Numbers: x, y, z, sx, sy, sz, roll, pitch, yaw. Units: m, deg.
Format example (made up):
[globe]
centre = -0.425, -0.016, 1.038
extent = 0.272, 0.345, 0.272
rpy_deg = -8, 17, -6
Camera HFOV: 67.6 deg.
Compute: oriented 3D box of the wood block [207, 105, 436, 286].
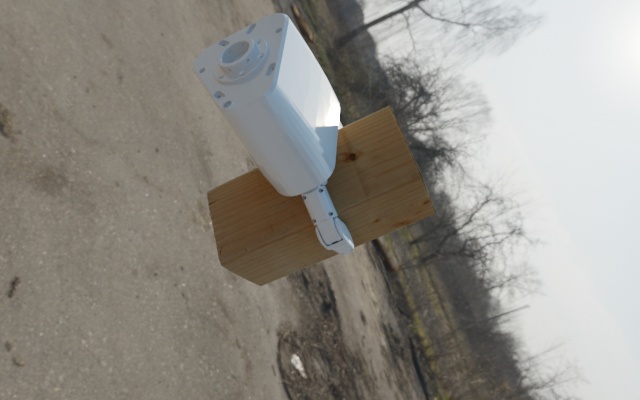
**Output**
[wood block]
centre = 0.000, 0.002, 0.492
extent = 0.206, 0.090, 0.090
rpy_deg = -24, -30, 11
